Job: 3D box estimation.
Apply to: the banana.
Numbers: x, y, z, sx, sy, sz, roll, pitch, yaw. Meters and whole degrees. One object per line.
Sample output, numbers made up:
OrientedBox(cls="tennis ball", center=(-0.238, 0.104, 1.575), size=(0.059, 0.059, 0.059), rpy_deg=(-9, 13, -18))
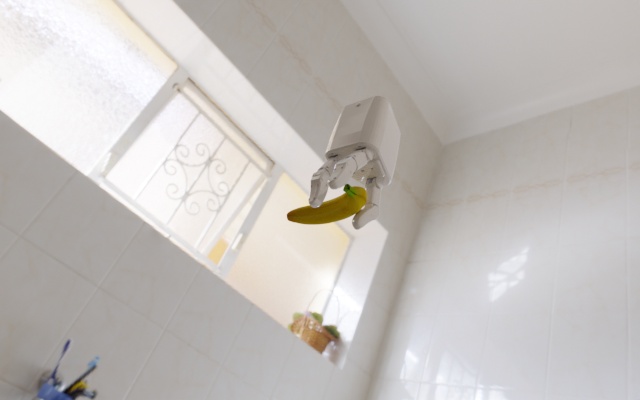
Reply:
OrientedBox(cls="banana", center=(0.018, 0.009, 0.767), size=(0.069, 0.037, 0.198), rpy_deg=(24, -27, -23))
